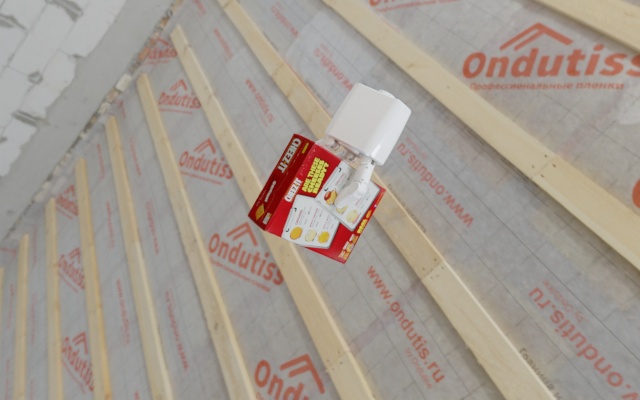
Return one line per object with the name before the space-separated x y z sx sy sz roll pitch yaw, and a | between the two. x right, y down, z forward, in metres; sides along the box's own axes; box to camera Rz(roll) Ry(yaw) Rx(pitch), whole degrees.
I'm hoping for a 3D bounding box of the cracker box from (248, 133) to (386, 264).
cracker box | 0.000 0.003 0.843 0.214 0.164 0.072 28 2 -44
